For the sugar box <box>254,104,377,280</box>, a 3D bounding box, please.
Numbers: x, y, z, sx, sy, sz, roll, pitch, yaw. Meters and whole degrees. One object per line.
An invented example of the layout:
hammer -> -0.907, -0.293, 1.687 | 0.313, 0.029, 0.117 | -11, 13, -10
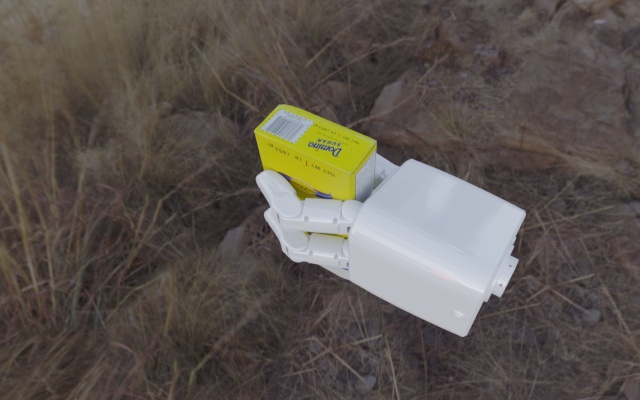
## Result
sugar box -> 0.000, 0.002, 0.437 | 0.093, 0.048, 0.176 | 26, -32, 22
